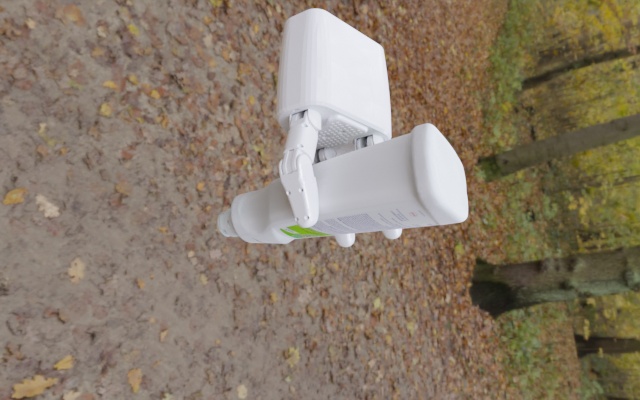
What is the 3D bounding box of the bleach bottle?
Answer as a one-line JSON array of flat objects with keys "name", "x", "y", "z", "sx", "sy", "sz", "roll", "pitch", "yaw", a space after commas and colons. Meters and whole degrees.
[{"name": "bleach bottle", "x": 0.000, "y": 0.002, "z": 0.449, "sx": 0.251, "sy": 0.068, "sz": 0.102, "roll": -11, "pitch": -24, "yaw": 30}]
